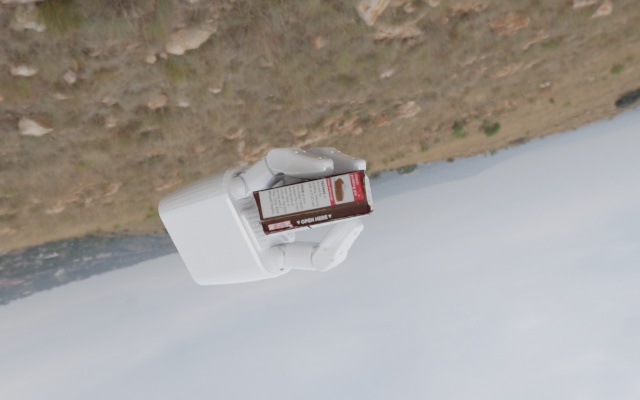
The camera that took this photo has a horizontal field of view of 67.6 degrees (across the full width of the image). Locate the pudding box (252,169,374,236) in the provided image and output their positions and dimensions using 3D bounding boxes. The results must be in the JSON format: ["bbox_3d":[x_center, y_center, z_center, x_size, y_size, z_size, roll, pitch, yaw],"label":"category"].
[{"bbox_3d":[0.000,0.002,0.417,0.090,0.039,0.113,-12,0,7],"label":"pudding box"}]
